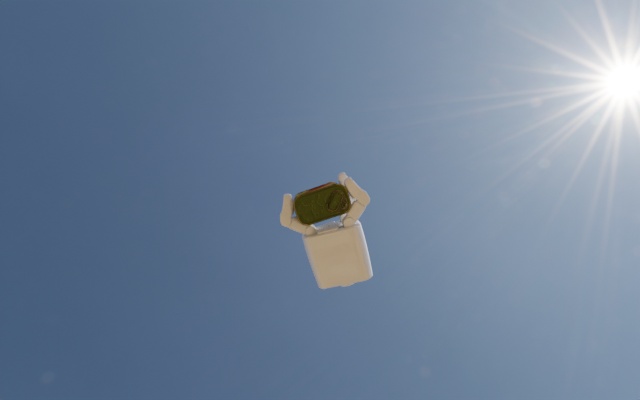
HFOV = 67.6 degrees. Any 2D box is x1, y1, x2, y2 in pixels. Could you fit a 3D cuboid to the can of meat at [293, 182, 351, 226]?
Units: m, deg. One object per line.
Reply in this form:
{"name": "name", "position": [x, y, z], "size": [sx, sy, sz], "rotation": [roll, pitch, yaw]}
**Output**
{"name": "can of meat", "position": [0.000, 0.003, 0.894], "size": [0.102, 0.057, 0.084], "rotation": [-18, 8, -2]}
